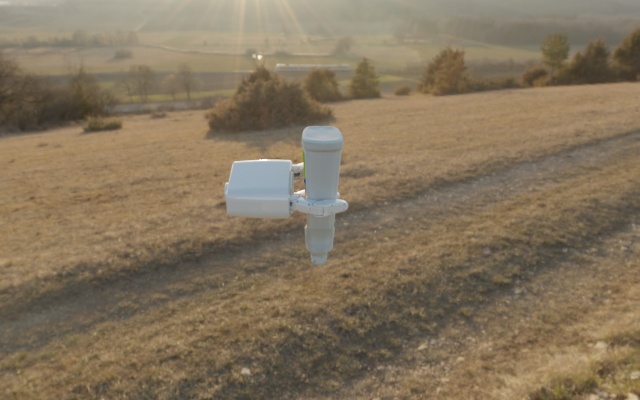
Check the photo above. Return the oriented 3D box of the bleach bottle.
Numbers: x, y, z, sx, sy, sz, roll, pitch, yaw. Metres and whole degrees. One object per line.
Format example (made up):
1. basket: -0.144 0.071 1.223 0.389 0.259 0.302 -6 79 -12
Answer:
1. bleach bottle: 0.000 0.003 0.839 0.068 0.251 0.102 0 24 -2
